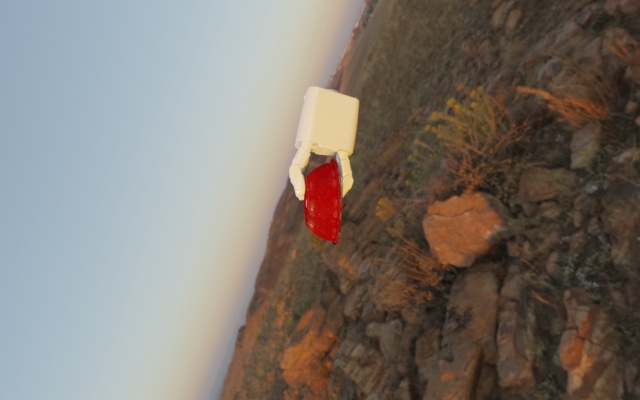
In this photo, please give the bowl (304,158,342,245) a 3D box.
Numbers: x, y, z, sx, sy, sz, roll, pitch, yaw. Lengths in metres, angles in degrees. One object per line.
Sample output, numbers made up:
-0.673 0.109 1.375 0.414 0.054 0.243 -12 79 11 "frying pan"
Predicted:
0.000 0.004 0.879 0.055 0.162 0.162 -2 0 -7 "bowl"
